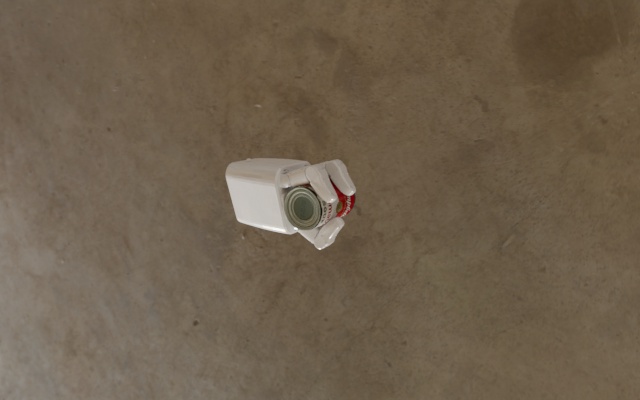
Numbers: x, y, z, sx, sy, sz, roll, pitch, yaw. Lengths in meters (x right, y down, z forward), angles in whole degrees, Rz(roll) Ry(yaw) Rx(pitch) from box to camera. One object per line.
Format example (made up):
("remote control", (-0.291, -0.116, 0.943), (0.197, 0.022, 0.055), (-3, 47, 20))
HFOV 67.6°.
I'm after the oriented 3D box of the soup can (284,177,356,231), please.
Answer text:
("soup can", (0.000, 0.003, 0.726), (0.068, 0.068, 0.102), (0, 11, 33))
